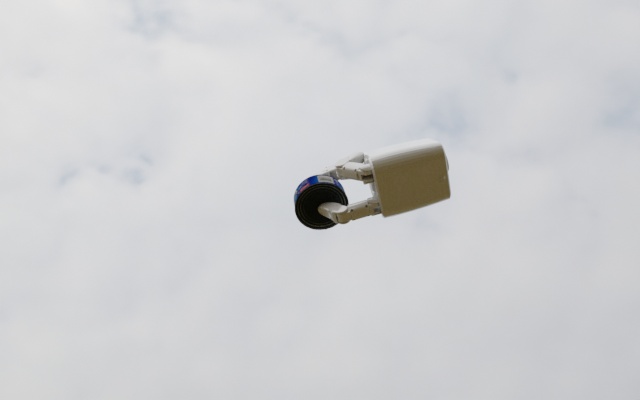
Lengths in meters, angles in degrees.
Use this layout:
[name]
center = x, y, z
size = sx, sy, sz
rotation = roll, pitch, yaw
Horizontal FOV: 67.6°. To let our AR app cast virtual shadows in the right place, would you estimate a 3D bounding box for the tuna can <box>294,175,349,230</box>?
[tuna can]
center = 0.000, 0.002, 0.760
size = 0.086, 0.086, 0.033
rotation = 0, 30, -9
